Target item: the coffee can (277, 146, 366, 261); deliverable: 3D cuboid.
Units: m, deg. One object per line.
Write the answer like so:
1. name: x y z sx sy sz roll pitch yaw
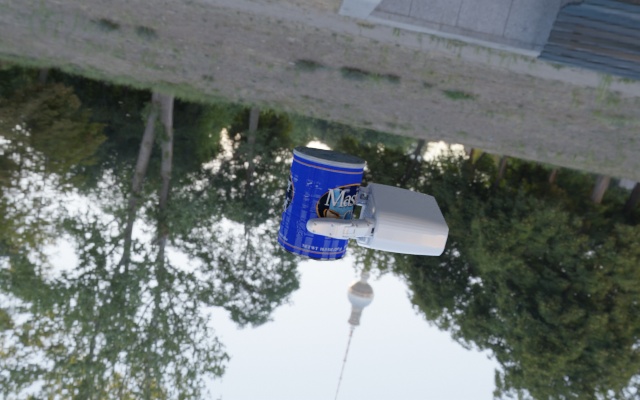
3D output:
1. coffee can: 0.000 0.002 0.683 0.103 0.140 0.102 11 14 -3
